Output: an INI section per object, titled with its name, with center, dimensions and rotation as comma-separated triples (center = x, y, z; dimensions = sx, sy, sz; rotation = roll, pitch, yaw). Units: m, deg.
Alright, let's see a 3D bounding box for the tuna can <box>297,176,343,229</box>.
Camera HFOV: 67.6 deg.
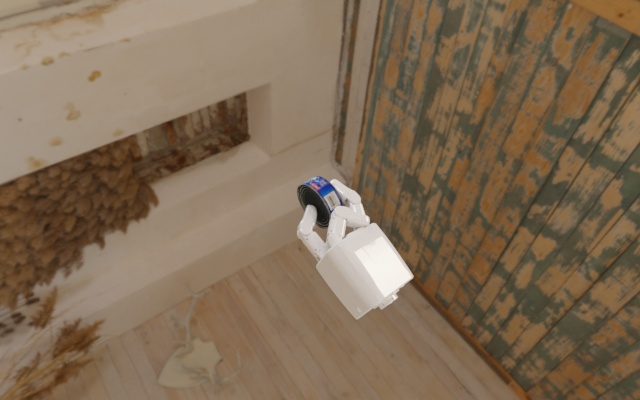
[tuna can]
center = 0.001, 0.002, 0.803
dimensions = 0.033, 0.086, 0.086
rotation = -33, 16, -26
